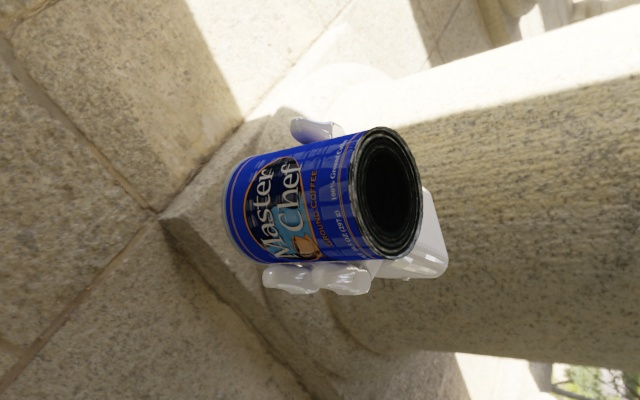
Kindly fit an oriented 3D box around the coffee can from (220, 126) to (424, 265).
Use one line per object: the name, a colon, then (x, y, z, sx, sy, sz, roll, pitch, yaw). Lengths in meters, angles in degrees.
coffee can: (0.000, 0.001, 0.403, 0.140, 0.103, 0.103, -8, -5, 39)
